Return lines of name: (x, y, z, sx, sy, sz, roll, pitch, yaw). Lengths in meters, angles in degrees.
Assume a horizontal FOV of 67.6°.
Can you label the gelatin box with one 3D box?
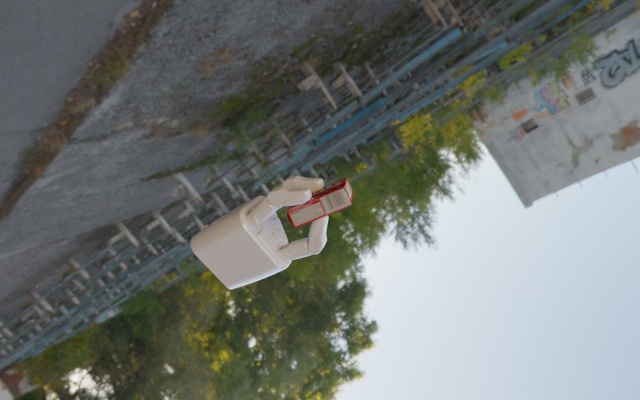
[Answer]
gelatin box: (0.001, 0.002, 0.671, 0.089, 0.030, 0.073, -22, 9, 10)
